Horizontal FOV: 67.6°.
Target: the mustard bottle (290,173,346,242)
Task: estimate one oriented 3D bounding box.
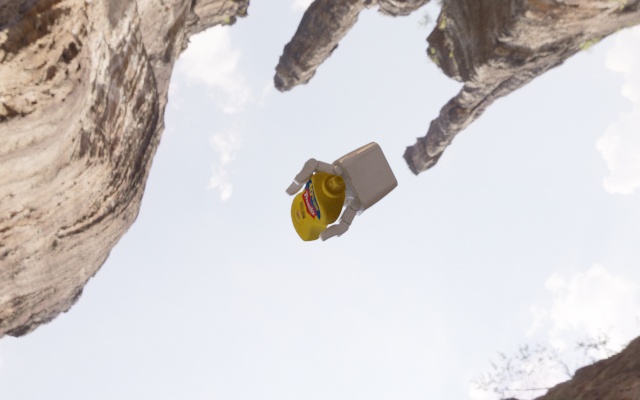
[{"bbox_3d":[0.000,0.003,0.881,0.058,0.096,0.192,-5,-21,-24],"label":"mustard bottle"}]
